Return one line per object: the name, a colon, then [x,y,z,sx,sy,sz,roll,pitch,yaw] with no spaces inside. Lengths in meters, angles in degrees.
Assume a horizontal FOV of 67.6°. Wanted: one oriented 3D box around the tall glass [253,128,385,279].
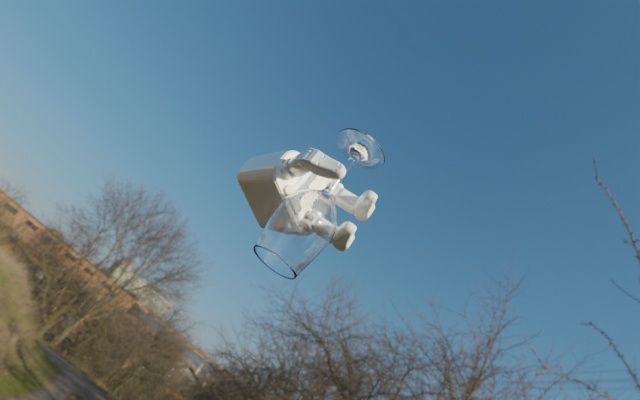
tall glass: [0.001,0.001,0.601,0.079,0.201,0.079,29,-27,16]
